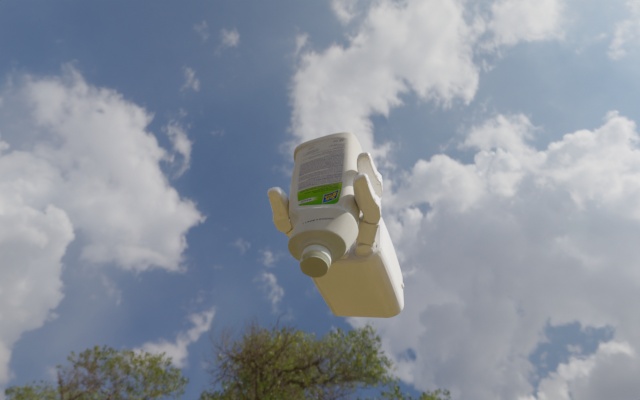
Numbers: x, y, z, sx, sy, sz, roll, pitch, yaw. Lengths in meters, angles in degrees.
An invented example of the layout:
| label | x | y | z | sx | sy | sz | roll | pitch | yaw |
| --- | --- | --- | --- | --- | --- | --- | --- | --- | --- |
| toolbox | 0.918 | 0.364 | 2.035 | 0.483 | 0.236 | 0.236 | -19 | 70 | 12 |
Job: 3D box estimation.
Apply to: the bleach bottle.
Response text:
| label | x | y | z | sx | sy | sz | roll | pitch | yaw |
| --- | --- | --- | --- | --- | --- | --- | --- | --- | --- |
| bleach bottle | 0.000 | 0.002 | 0.587 | 0.102 | 0.068 | 0.250 | -16 | 29 | 17 |
